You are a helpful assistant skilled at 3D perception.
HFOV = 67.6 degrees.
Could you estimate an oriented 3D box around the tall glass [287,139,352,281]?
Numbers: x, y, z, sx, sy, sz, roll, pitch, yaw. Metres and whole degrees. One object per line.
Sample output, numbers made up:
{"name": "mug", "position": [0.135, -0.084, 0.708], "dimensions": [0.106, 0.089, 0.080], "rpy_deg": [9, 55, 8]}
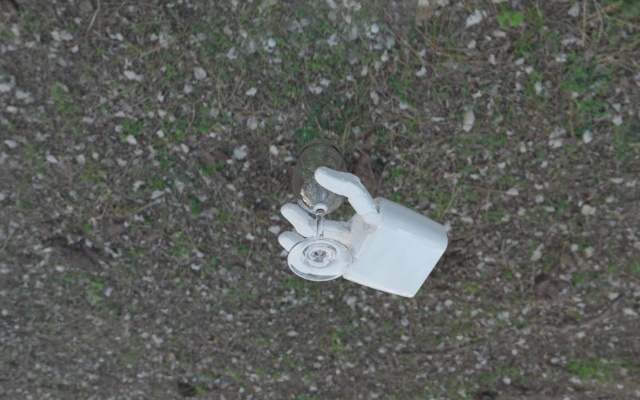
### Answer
{"name": "tall glass", "position": [0.000, 0.002, 0.615], "dimensions": [0.079, 0.079, 0.200], "rpy_deg": [0, 42, 0]}
